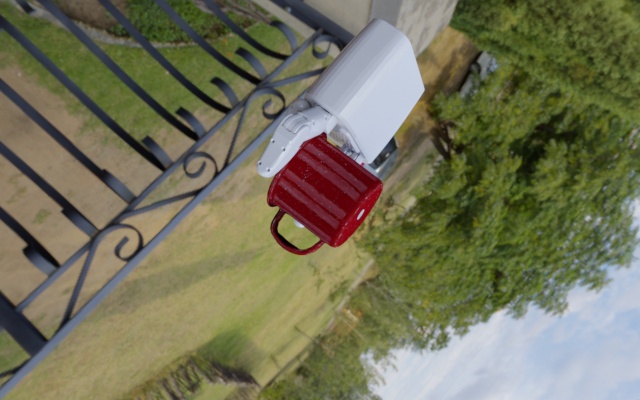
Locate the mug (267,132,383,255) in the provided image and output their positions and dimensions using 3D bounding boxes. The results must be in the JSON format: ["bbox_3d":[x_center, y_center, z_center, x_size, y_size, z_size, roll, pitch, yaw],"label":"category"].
[{"bbox_3d":[-0.001,0.003,0.471,0.081,0.117,0.093,37,-4,13],"label":"mug"}]
